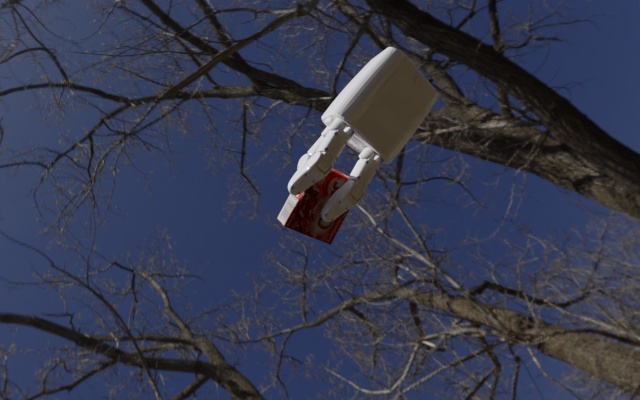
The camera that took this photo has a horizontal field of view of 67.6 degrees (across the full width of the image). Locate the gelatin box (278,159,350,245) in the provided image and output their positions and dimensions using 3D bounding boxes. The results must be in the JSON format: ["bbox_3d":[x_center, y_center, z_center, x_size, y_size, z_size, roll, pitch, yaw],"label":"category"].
[{"bbox_3d":[0.000,0.002,0.594,0.073,0.089,0.030,24,9,-30],"label":"gelatin box"}]
